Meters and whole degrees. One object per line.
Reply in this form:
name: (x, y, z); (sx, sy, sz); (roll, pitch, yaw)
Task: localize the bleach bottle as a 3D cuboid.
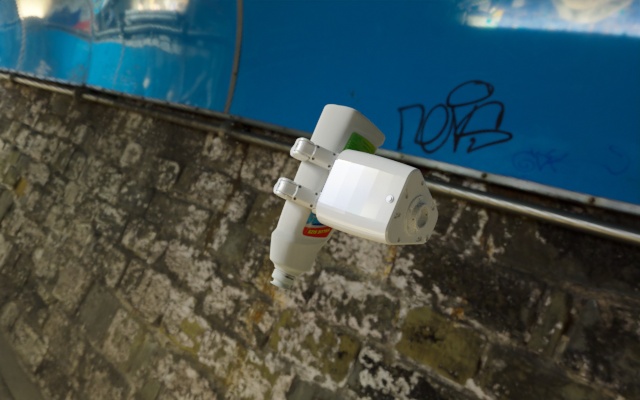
bleach bottle: (0.000, 0.002, 0.654); (0.068, 0.251, 0.102); (19, -7, 39)
